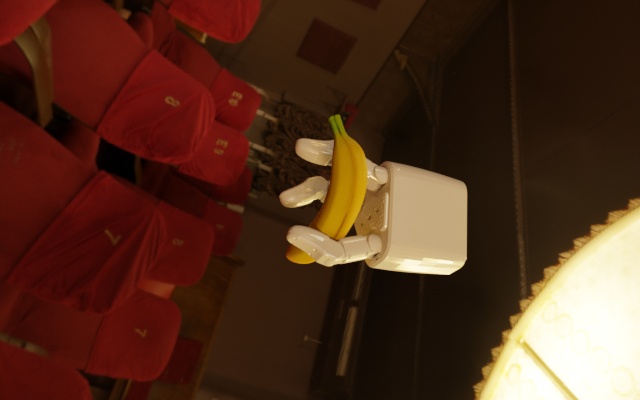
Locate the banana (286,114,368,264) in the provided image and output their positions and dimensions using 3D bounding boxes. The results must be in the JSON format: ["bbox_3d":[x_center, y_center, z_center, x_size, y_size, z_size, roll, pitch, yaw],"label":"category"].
[{"bbox_3d":[0.008,0.011,0.508,0.037,0.198,0.069,-2,40,-30],"label":"banana"}]
